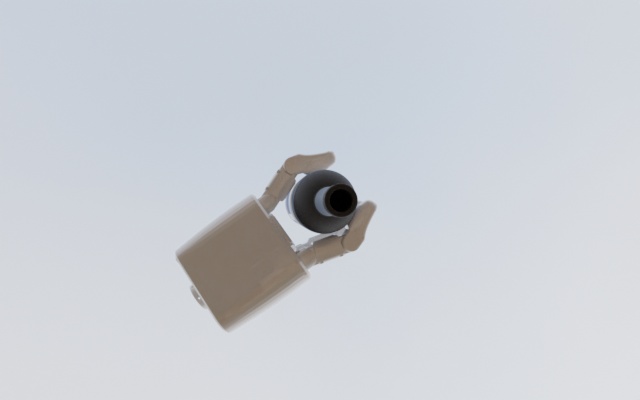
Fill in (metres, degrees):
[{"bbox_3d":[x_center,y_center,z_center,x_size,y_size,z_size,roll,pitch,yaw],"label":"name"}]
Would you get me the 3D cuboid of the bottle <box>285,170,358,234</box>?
[{"bbox_3d":[0.000,0.002,0.527,0.069,0.069,0.296,0,-1,-6],"label":"bottle"}]
